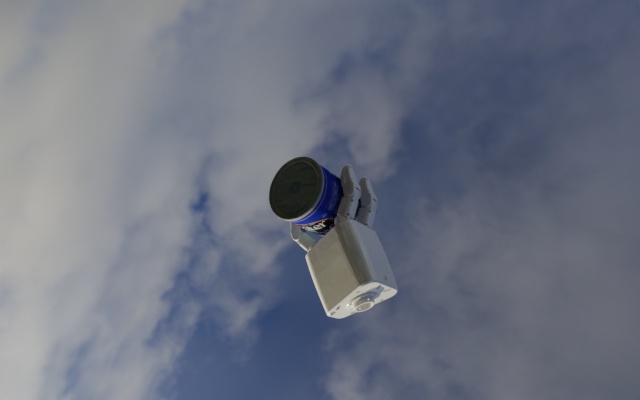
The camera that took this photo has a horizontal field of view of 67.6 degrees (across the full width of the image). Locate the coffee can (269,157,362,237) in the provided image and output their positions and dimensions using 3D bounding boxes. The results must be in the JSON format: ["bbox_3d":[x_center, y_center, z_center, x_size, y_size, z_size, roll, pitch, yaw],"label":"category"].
[{"bbox_3d":[0.000,0.002,0.775,0.103,0.102,0.140,0,-18,37],"label":"coffee can"}]
